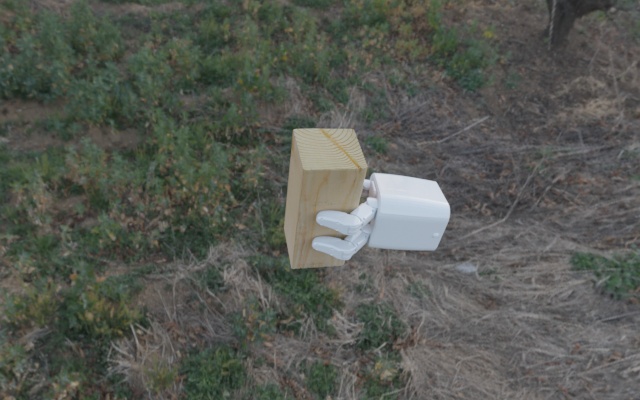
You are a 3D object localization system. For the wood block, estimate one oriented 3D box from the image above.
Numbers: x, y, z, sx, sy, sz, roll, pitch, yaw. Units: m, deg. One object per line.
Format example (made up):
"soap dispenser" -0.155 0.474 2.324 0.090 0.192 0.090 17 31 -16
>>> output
"wood block" 0.000 0.002 0.716 0.090 0.206 0.090 -2 45 -12
